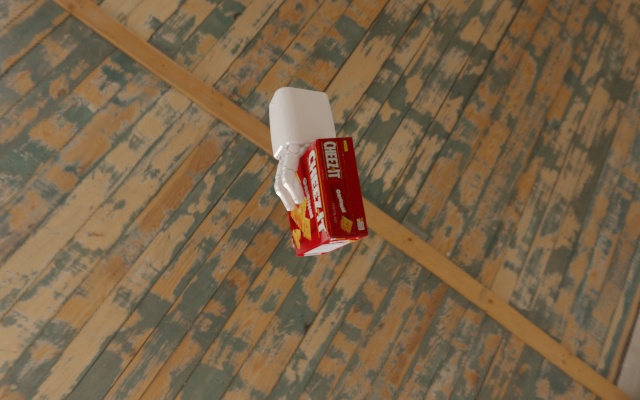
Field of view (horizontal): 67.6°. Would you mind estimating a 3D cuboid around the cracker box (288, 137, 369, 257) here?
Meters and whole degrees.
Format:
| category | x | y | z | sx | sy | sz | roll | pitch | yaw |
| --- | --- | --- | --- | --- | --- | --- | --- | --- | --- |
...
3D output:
| category | x | y | z | sx | sy | sz | roll | pitch | yaw |
| --- | --- | --- | --- | --- | --- | --- | --- | --- | --- |
| cracker box | 0.000 | 0.003 | 0.835 | 0.072 | 0.164 | 0.214 | -5 | -12 | -19 |
